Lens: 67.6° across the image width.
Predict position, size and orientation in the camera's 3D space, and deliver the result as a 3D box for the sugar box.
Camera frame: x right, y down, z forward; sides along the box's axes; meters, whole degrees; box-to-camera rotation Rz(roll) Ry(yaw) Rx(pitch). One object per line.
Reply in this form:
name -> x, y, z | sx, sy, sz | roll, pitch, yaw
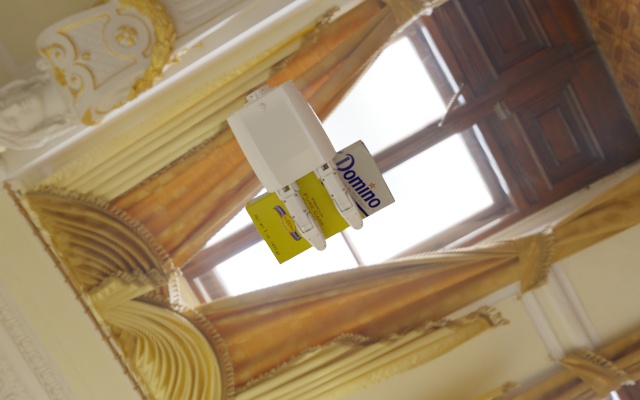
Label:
sugar box -> 0.000, 0.002, 0.632 | 0.176, 0.093, 0.048 | -29, 13, 6
